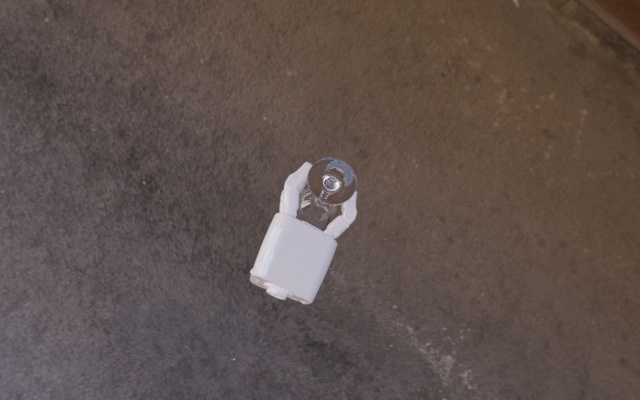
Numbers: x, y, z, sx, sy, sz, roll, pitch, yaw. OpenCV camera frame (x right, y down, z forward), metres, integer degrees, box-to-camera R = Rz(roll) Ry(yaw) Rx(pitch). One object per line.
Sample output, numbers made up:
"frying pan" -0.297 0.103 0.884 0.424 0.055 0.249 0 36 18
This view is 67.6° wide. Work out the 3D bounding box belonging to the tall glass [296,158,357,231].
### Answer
"tall glass" 0.000 0.002 0.791 0.079 0.079 0.201 0 -18 -10
